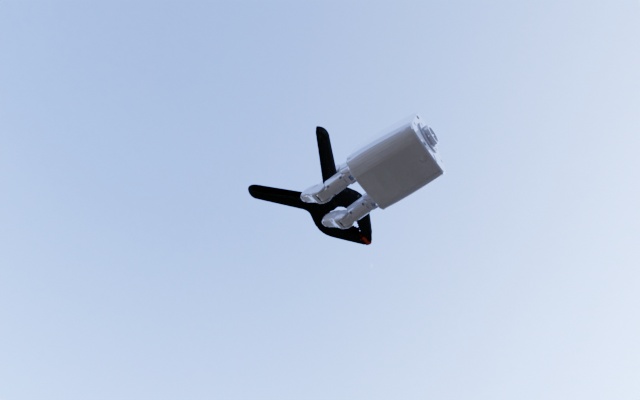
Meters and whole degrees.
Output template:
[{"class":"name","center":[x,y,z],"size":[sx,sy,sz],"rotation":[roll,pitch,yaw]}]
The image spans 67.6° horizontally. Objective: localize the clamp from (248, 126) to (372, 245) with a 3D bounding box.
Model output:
[{"class":"clamp","center":[0.001,0.002,0.755],"size":[0.164,0.210,0.036],"rotation":[-31,25,24]}]
